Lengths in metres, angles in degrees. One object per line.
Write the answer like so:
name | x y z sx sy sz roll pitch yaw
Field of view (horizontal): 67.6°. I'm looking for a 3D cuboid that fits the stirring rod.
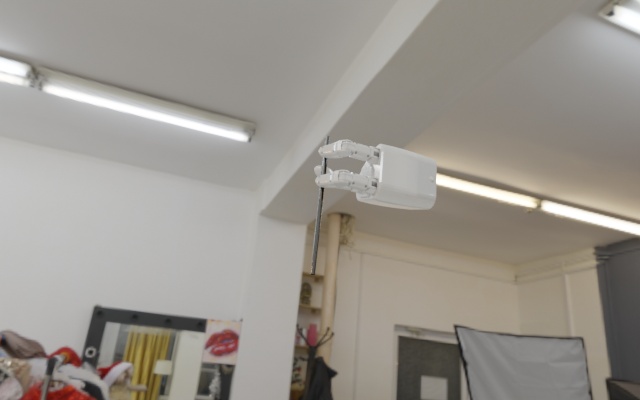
stirring rod | 0.000 0.003 0.781 0.011 0.239 0.011 6 -20 2
